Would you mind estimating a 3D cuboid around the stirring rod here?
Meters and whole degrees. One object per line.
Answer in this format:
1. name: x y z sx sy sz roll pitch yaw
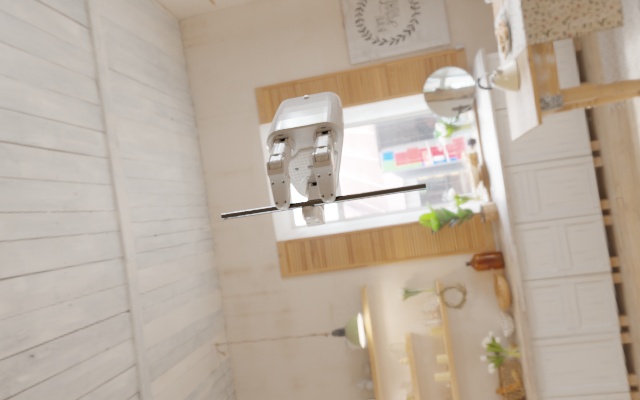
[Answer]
1. stirring rod: 0.000 0.002 0.551 0.239 0.011 0.011 -9 -2 10
